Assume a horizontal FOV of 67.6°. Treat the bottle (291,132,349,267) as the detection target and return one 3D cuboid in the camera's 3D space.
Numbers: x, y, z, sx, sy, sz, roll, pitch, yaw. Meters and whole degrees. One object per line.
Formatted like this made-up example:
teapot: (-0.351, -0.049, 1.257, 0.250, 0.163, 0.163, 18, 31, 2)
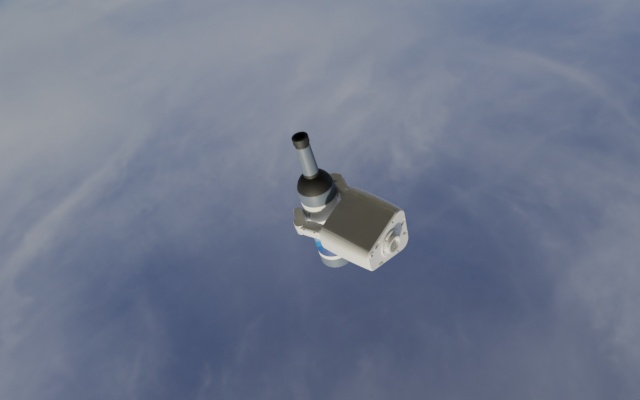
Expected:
bottle: (0.000, 0.003, 0.862, 0.069, 0.296, 0.069, -10, 42, 9)
